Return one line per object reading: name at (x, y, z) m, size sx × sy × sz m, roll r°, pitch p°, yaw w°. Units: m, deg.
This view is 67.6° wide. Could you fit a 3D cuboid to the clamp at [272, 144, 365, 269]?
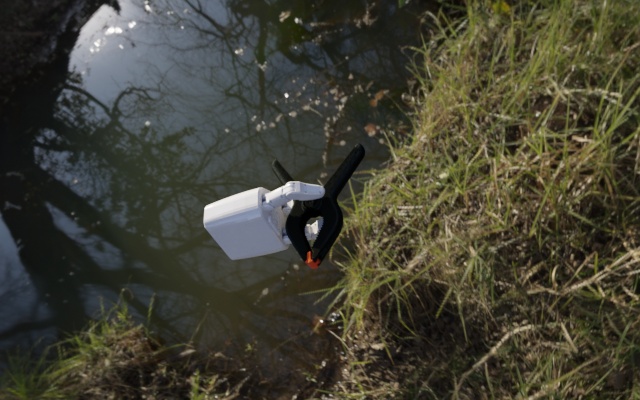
clamp at (0.000, 0.003, 0.755) m, size 0.164 × 0.209 × 0.036 m, roll -15°, pitch -32°, yaw 17°
